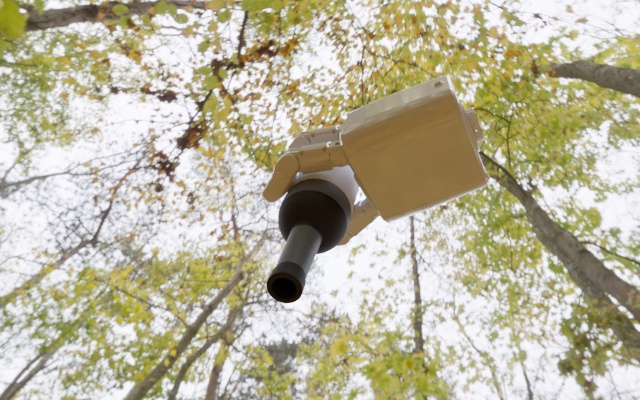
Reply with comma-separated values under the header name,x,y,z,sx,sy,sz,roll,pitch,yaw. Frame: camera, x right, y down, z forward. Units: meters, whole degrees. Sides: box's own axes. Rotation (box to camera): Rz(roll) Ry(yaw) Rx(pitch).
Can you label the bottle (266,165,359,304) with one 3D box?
name,x,y,z,sx,sy,sz,roll,pitch,yaw
bottle,0.000,0.001,0.476,0.069,0.069,0.295,0,25,12
